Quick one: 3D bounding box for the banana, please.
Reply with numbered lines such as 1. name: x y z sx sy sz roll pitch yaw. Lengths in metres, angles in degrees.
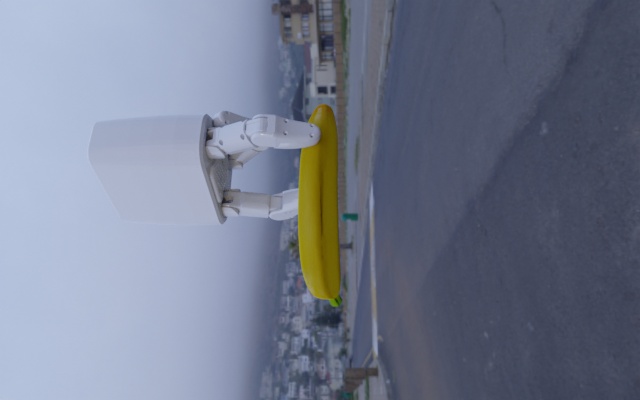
1. banana: -0.001 0.005 0.438 0.037 0.198 0.069 -1 0 3
